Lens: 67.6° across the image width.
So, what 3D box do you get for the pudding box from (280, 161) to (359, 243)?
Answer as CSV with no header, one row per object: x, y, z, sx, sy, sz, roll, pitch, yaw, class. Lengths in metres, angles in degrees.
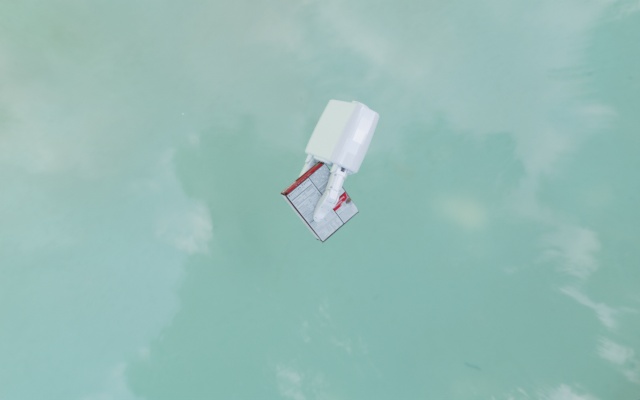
0.000,0.003,0.823,0.090,0.113,0.039,-40,17,-8,pudding box
